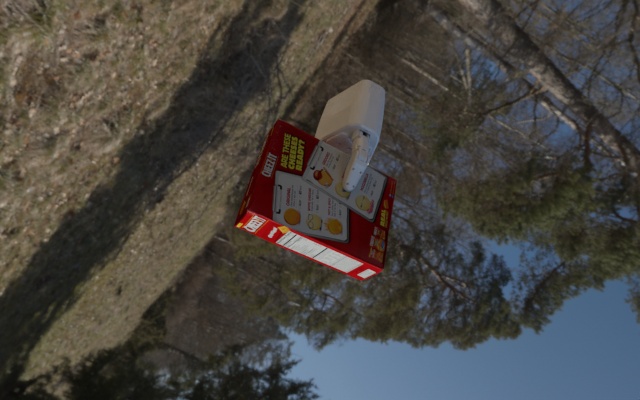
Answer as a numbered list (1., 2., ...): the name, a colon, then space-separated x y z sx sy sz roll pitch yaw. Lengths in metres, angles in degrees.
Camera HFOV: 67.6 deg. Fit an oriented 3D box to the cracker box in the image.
1. cracker box: 0.000 0.002 0.705 0.214 0.164 0.072 25 -34 -17
